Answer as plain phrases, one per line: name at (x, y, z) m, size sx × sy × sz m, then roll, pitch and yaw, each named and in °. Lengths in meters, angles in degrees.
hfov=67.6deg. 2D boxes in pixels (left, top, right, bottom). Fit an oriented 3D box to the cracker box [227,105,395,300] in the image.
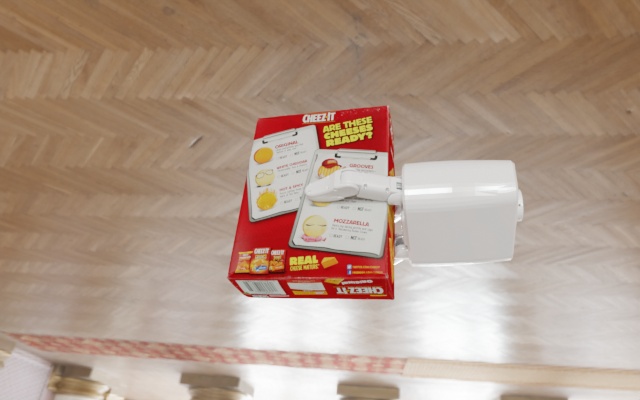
cracker box at (0.000, 0.002, 0.537) m, size 0.164 × 0.213 × 0.072 m, roll -3°, pitch -32°, yaw 13°
